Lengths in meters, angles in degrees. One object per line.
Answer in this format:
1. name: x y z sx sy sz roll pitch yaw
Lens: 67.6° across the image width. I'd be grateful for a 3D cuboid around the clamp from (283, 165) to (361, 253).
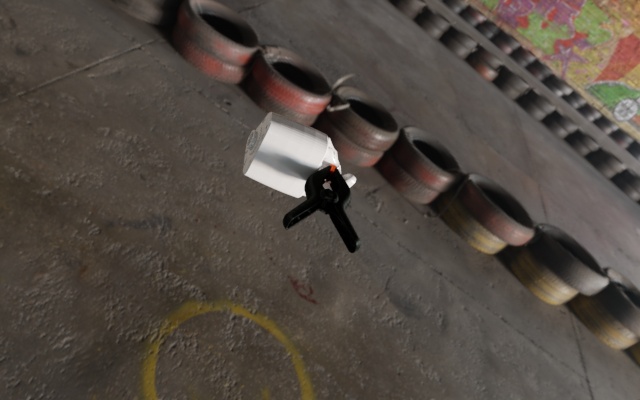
1. clamp: 0.000 0.002 0.745 0.120 0.039 0.171 20 37 -20
